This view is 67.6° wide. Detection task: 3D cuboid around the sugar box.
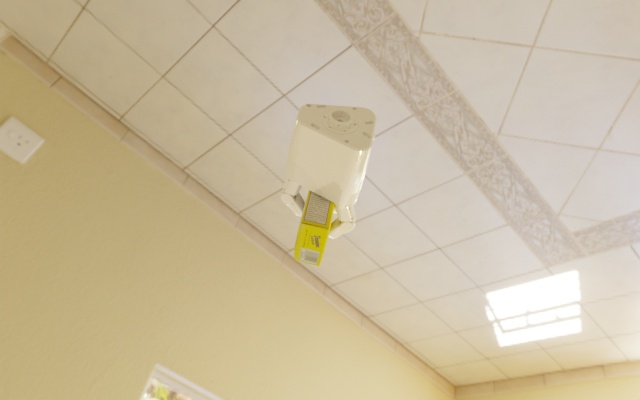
[{"bbox_3d":[0.001,0.003,0.736,0.048,0.176,0.093,15,-42,1],"label":"sugar box"}]
